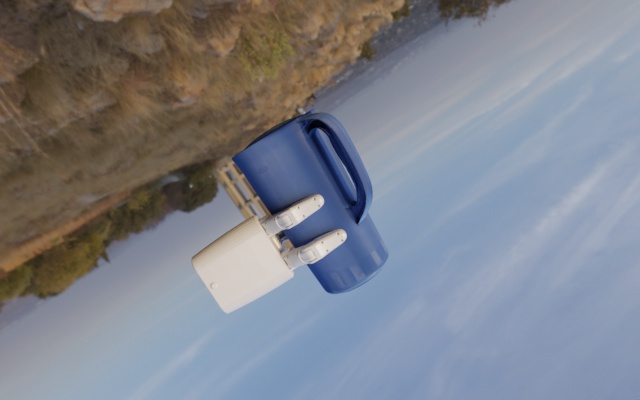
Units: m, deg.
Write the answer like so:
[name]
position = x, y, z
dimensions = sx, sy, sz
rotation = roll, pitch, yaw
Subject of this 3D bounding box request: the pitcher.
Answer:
[pitcher]
position = 0.000, 0.002, 0.662
dimensions = 0.145, 0.243, 0.149
rotation = -32, 8, -1
